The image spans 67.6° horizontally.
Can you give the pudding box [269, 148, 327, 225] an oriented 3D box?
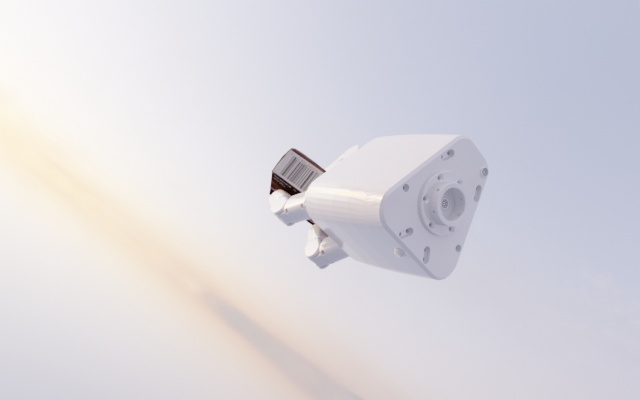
[{"bbox_3d":[0.000,0.002,0.511,0.113,0.039,0.090,38,-17,3],"label":"pudding box"}]
